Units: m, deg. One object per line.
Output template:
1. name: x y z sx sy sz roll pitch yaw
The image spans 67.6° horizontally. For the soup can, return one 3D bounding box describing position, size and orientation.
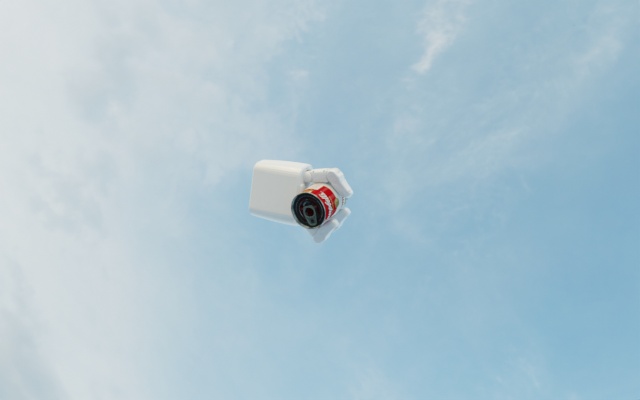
1. soup can: 0.001 0.003 0.871 0.068 0.068 0.102 0 18 28
